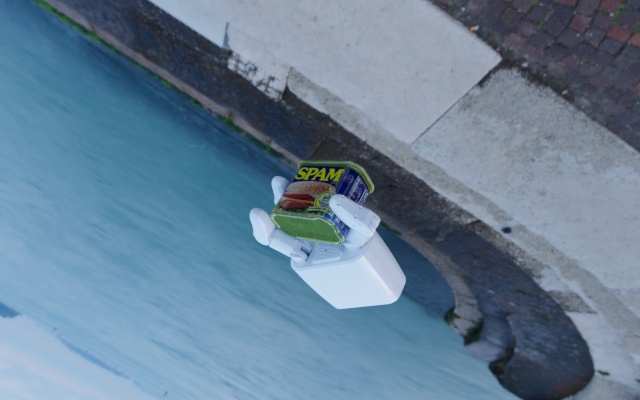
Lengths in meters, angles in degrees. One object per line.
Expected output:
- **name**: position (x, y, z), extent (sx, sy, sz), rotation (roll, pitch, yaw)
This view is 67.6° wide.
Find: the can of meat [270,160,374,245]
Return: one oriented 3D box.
- **can of meat**: position (0.000, 0.002, 0.571), extent (0.102, 0.084, 0.057), rotation (5, -36, 39)
